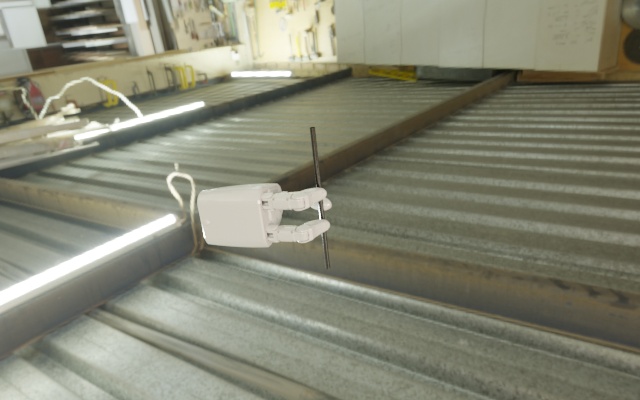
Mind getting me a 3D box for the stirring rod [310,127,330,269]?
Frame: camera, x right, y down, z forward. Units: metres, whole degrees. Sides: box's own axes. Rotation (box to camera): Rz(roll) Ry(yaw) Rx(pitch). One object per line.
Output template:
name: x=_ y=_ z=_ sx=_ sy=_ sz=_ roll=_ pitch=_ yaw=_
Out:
stirring rod: x=0.000 y=0.002 z=0.754 sx=0.011 sy=0.240 sz=0.011 roll=-5 pitch=22 yaw=2
